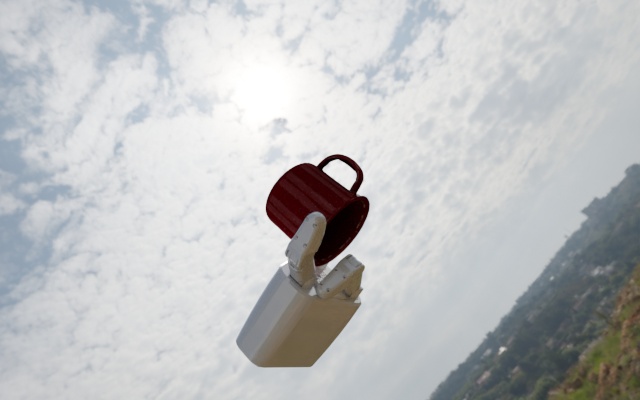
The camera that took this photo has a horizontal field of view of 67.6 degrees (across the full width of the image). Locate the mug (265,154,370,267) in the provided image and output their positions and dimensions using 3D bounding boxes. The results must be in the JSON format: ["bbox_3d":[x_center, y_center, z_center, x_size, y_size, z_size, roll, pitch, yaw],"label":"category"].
[{"bbox_3d":[0.001,0.000,0.524,0.081,0.117,0.093,39,14,26],"label":"mug"}]
